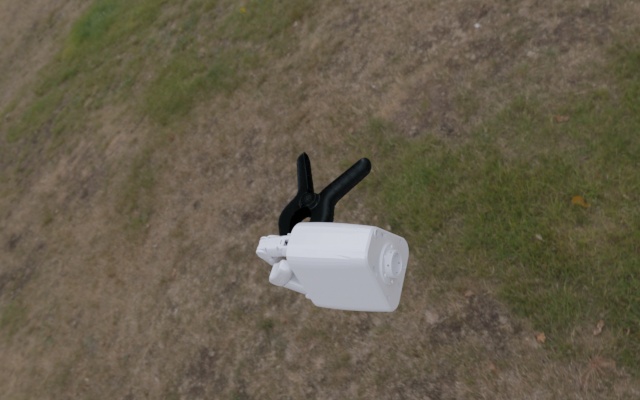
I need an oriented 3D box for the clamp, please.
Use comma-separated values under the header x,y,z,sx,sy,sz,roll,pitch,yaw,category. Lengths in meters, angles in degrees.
x,y,z,sx,sy,sz,roll,pitch,yaw,category
0.000,0.002,0.652,0.120,0.171,0.039,-4,-32,34,clamp
